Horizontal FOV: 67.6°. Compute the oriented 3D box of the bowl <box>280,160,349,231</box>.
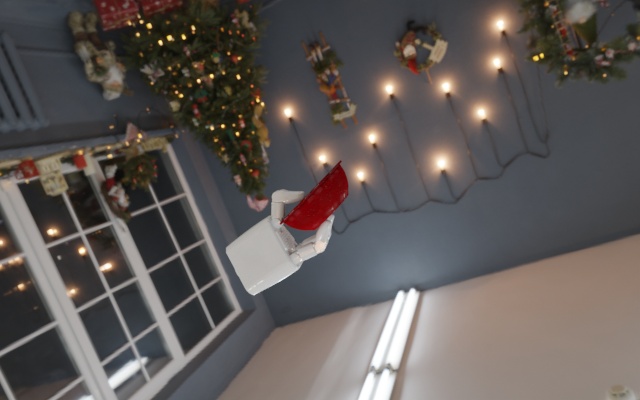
[{"bbox_3d":[0.001,0.002,0.865,0.055,0.162,0.162,44,-2,-1],"label":"bowl"}]
